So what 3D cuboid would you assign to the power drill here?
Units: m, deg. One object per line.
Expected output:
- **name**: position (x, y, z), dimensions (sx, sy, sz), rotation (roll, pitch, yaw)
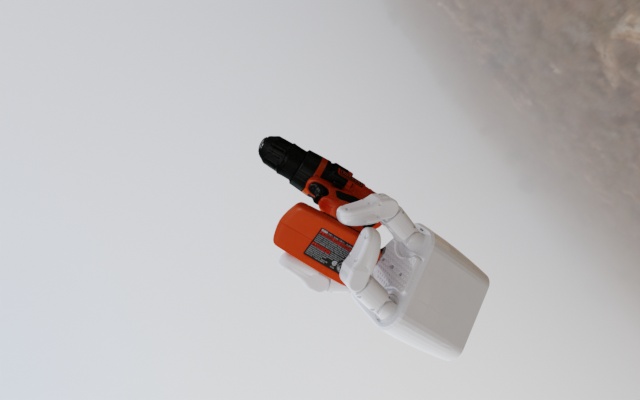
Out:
- **power drill**: position (0.000, 0.002, 0.538), dimensions (0.184, 0.057, 0.187), rotation (29, 24, -8)
